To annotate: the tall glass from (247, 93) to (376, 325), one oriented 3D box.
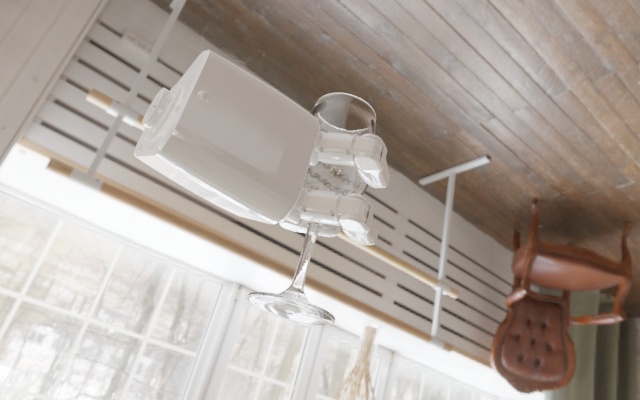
[{"bbox_3d":[0.000,0.002,0.425,0.079,0.201,0.079,13,-25,6],"label":"tall glass"}]
